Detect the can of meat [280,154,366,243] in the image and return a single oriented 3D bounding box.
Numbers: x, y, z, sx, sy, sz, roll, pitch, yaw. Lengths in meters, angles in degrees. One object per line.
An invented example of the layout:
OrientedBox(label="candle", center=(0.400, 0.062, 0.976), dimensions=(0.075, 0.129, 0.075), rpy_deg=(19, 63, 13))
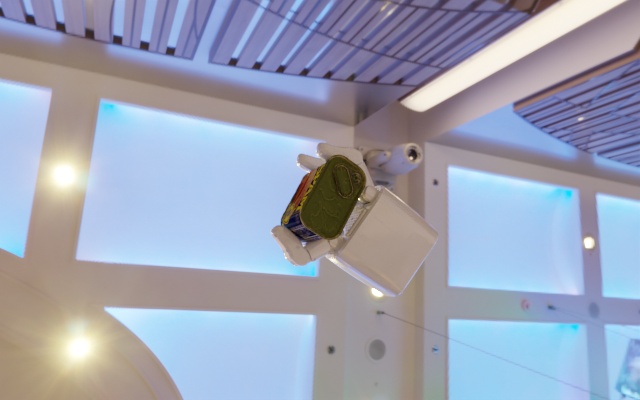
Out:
OrientedBox(label="can of meat", center=(0.000, 0.002, 0.594), dimensions=(0.057, 0.102, 0.084), rpy_deg=(34, -21, -15))
